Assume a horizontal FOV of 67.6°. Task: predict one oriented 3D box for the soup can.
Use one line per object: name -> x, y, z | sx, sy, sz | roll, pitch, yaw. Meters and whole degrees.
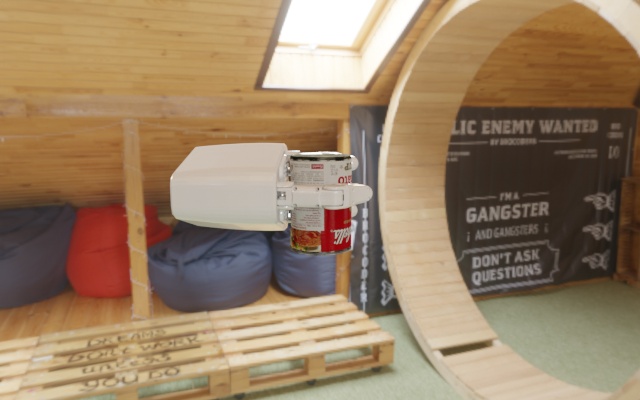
soup can -> 0.001, 0.001, 0.516 | 0.068, 0.102, 0.068 | 0, 9, 0
